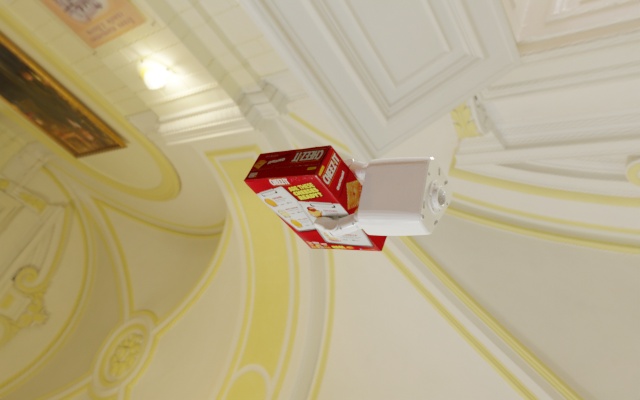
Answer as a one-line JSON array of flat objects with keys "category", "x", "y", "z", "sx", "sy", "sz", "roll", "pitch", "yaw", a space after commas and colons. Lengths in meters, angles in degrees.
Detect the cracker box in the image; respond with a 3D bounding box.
[{"category": "cracker box", "x": 0.000, "y": 0.003, "z": 0.822, "sx": 0.164, "sy": 0.072, "sz": 0.214, "roll": -2, "pitch": -38, "yaw": 40}]
